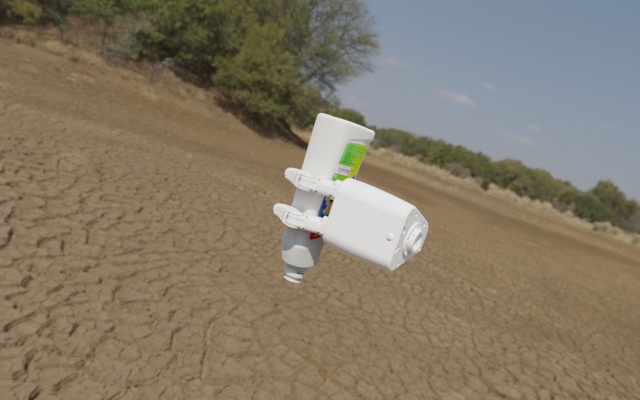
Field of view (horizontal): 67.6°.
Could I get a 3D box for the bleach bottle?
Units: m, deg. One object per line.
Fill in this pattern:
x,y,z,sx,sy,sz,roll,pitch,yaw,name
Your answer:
0.000,0.002,0.719,0.068,0.251,0.102,23,10,29,bleach bottle
